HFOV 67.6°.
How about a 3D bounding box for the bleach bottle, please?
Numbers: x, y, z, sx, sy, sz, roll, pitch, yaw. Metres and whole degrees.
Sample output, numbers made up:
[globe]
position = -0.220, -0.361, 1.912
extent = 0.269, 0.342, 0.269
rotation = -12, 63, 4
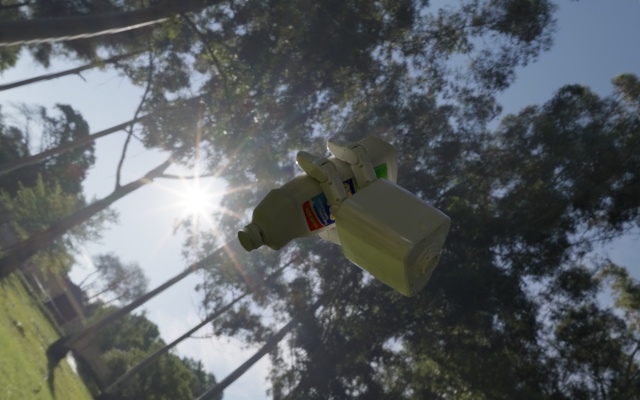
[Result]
[bleach bottle]
position = 0.000, 0.002, 0.637
extent = 0.250, 0.103, 0.068
rotation = -31, 46, -34
